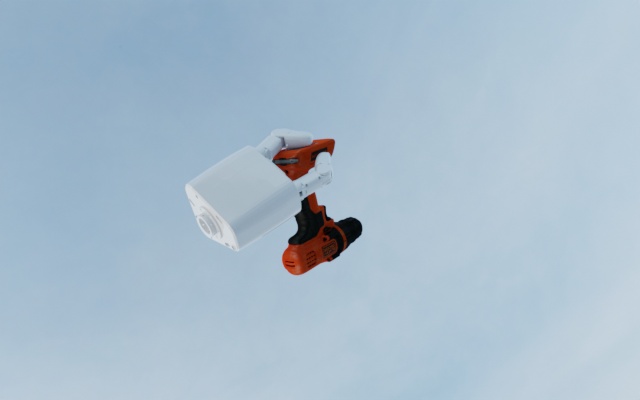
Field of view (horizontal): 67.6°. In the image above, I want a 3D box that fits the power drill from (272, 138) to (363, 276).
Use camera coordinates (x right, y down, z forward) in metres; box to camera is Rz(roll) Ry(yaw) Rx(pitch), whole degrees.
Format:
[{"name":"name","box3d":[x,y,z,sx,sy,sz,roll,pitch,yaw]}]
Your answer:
[{"name":"power drill","box3d":[0.000,0.002,0.740,0.057,0.188,0.184,-1,15,36]}]
